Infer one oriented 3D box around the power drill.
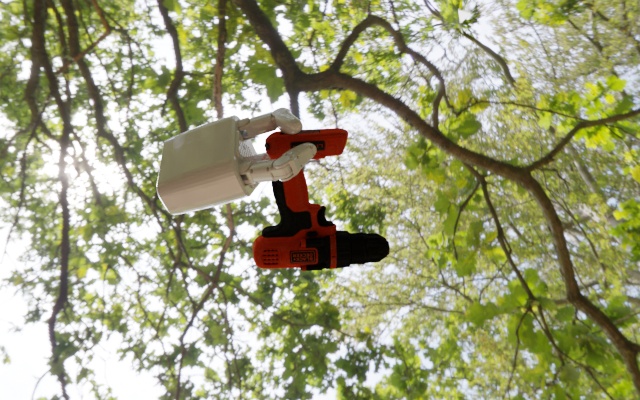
[{"bbox_3d":[0.000,0.002,0.625,0.184,0.188,0.057,-3,14,-4],"label":"power drill"}]
